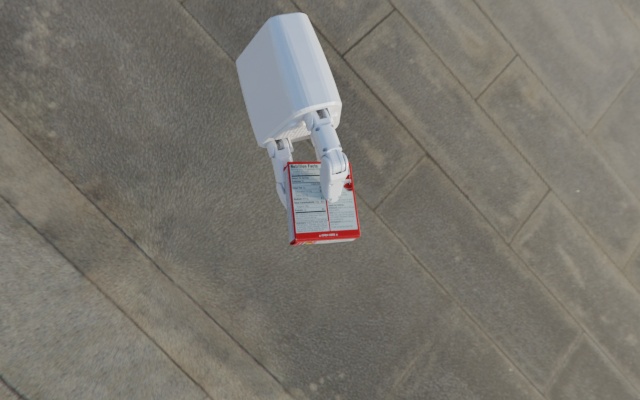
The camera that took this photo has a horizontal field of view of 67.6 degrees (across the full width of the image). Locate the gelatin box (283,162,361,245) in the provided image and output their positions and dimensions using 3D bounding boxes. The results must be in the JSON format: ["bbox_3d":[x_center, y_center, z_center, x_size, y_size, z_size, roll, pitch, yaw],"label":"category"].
[{"bbox_3d":[0.000,0.002,0.522,0.073,0.089,0.030,-3,-15,-17],"label":"gelatin box"}]
